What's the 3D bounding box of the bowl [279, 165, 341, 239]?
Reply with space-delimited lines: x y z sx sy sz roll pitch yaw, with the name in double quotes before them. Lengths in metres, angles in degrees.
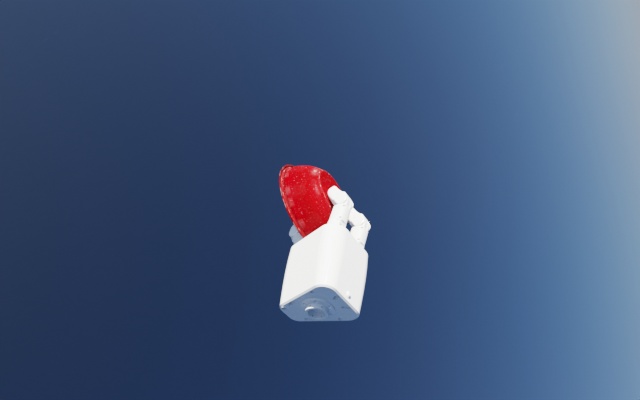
"bowl" 0.000 0.001 0.790 0.055 0.162 0.162 -27 -10 20
